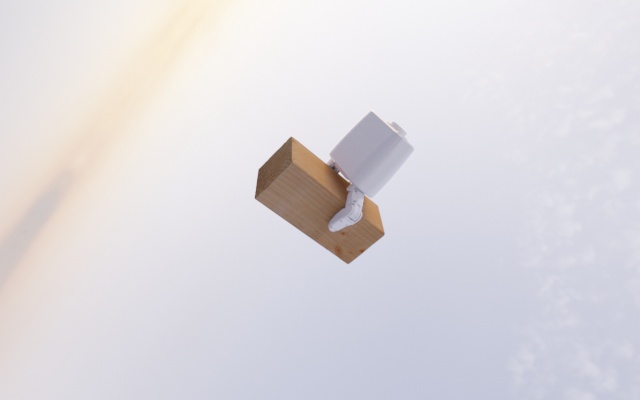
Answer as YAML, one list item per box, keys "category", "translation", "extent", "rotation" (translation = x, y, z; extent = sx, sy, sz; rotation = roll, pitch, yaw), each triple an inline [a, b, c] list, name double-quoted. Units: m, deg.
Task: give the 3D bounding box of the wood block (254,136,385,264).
- category: "wood block"
  translation: [0.001, 0.003, 0.793]
  extent: [0.206, 0.090, 0.090]
  rotation: [37, 25, -24]
